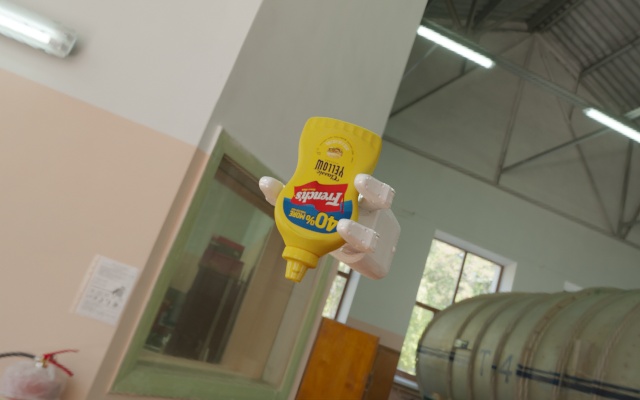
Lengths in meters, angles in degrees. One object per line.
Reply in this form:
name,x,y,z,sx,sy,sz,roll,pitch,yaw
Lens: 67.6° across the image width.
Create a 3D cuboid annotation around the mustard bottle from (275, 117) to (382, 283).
mustard bottle,0.000,0.001,0.555,0.096,0.191,0.058,18,-15,6
